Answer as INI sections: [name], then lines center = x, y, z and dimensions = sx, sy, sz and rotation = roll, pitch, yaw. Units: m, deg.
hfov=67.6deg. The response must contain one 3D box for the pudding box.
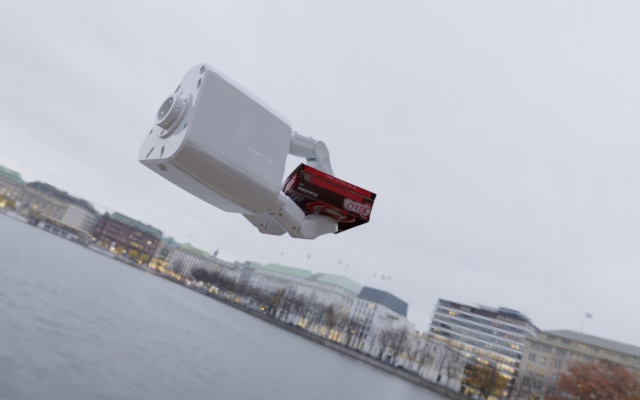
[pudding box]
center = 0.000, 0.002, 0.540
dimensions = 0.090, 0.039, 0.113
rotation = 23, -14, -11
